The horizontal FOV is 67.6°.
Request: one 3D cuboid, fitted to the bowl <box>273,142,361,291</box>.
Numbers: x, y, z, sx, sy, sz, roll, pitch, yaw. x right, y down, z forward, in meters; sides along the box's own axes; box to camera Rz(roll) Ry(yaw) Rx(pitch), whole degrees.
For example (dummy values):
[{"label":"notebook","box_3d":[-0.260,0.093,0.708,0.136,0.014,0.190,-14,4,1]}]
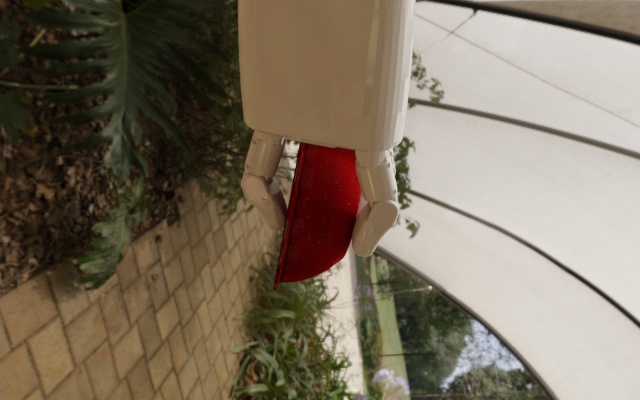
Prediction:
[{"label":"bowl","box_3d":[0.000,0.002,0.413,0.055,0.162,0.162,11,-1,-4]}]
